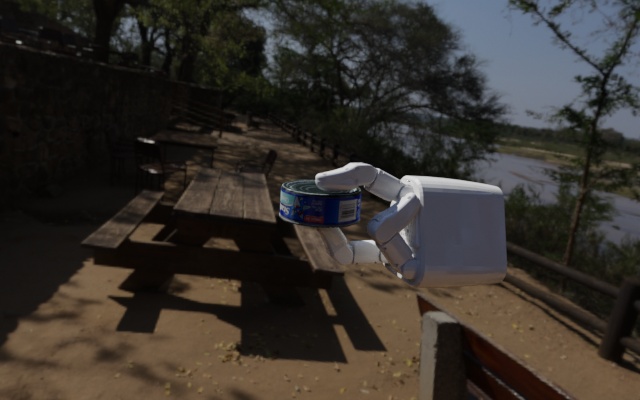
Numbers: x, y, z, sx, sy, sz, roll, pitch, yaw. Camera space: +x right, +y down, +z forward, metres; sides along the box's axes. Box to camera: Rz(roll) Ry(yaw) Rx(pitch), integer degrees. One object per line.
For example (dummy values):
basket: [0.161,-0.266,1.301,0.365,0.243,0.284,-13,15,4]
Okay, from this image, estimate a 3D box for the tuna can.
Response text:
tuna can: [0.000,0.001,0.501,0.086,0.034,0.086,4,12,-1]
